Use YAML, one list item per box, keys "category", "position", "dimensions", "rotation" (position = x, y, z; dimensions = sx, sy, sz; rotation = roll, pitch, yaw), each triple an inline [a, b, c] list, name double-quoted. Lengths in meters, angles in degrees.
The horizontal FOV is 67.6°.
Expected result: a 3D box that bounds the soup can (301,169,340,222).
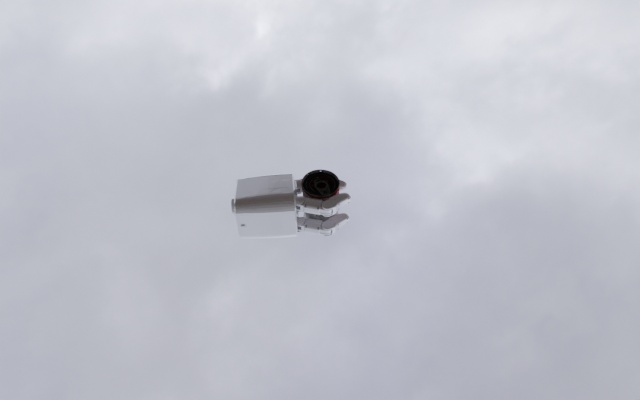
- category: "soup can"
  position: [0.001, 0.003, 0.881]
  dimensions: [0.068, 0.068, 0.102]
  rotation: [0, -43, 0]
